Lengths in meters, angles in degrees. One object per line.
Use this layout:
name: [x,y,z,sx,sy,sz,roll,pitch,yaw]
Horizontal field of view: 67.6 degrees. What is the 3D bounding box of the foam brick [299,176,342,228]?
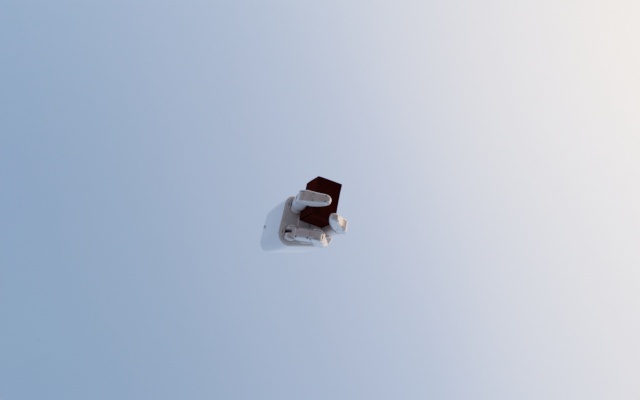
foam brick: [0.000,0.003,0.885,0.053,0.078,0.051,21,-23,-22]
